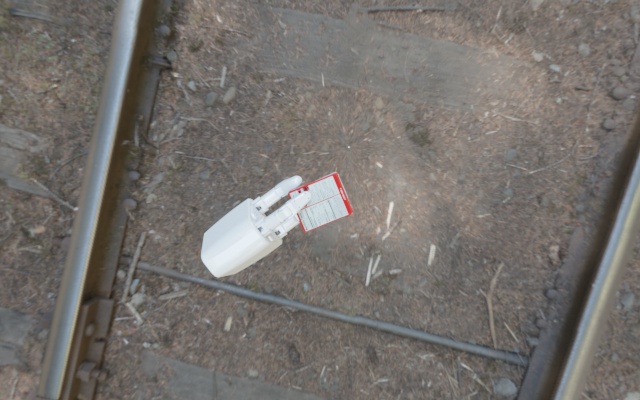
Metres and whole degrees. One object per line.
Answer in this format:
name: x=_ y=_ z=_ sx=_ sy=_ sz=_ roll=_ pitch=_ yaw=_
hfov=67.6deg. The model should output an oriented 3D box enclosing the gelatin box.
gelatin box: x=0.000 y=0.002 z=0.786 sx=0.089 sy=0.073 sz=0.030 roll=-22 pitch=5 yaw=7
